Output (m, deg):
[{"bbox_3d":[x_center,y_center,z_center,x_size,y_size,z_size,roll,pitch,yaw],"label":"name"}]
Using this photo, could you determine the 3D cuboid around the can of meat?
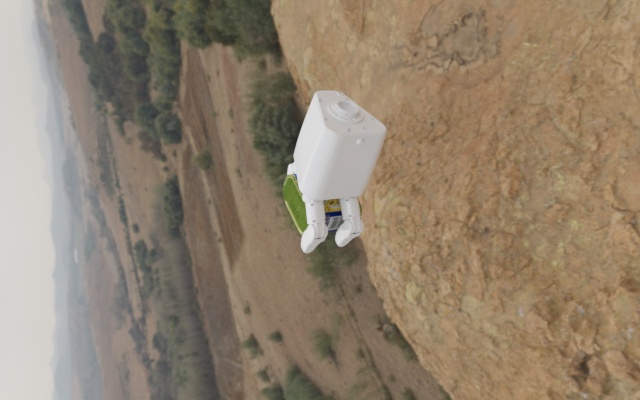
[{"bbox_3d":[0.000,0.002,0.711,0.084,0.102,0.057,-6,-41,-29],"label":"can of meat"}]
